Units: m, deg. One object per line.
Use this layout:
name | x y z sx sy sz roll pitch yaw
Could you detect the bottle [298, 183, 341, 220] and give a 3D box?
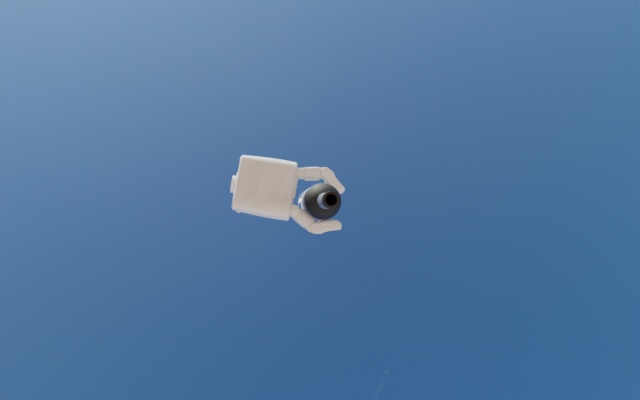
bottle | 0.000 0.003 0.892 0.069 0.069 0.296 0 -2 -7
